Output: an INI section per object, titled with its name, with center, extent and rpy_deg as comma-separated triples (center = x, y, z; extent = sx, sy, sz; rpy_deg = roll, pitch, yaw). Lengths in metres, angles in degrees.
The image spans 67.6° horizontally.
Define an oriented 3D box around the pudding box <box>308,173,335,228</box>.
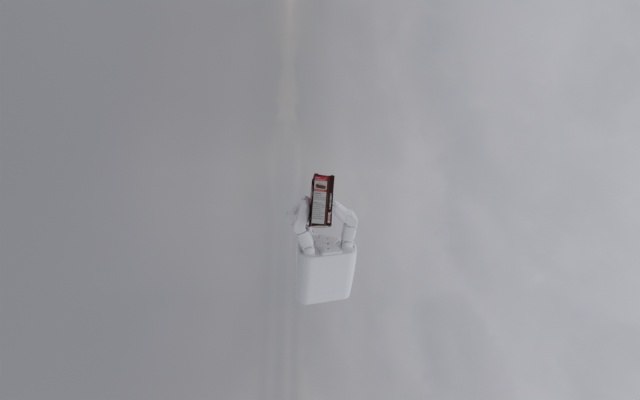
[pudding box]
center = 0.000, 0.003, 0.842
extent = 0.039, 0.090, 0.113
rpy_deg = 3, -4, -5
